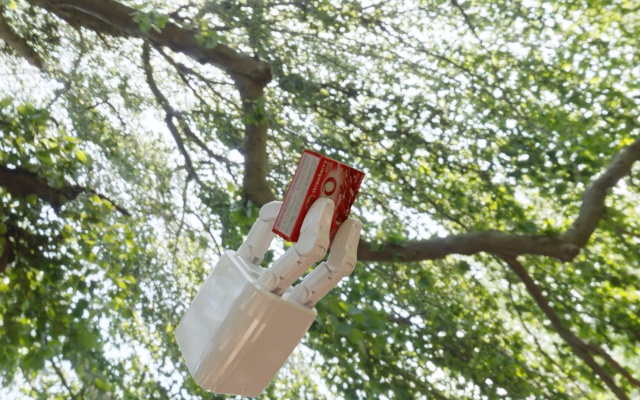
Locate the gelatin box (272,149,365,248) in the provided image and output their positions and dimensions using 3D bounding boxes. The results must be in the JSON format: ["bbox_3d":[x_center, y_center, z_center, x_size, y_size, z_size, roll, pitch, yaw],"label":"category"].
[{"bbox_3d":[0.000,0.001,0.479,0.030,0.089,0.073,26,6,41],"label":"gelatin box"}]
